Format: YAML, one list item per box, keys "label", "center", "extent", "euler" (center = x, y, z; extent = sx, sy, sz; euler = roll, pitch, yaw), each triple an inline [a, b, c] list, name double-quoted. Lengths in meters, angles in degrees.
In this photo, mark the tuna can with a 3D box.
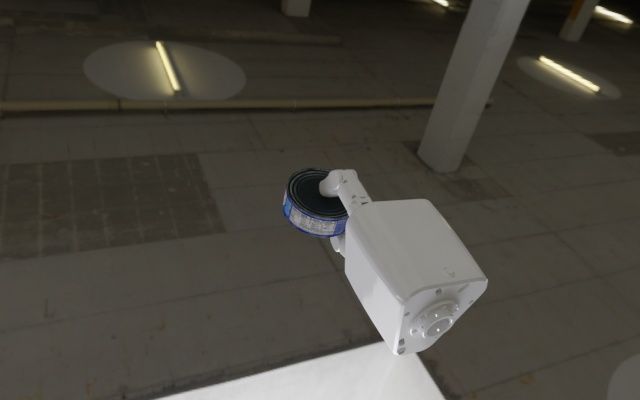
- label: "tuna can"
  center: [0.000, 0.002, 0.550]
  extent: [0.086, 0.034, 0.086]
  euler: [10, 41, -8]
